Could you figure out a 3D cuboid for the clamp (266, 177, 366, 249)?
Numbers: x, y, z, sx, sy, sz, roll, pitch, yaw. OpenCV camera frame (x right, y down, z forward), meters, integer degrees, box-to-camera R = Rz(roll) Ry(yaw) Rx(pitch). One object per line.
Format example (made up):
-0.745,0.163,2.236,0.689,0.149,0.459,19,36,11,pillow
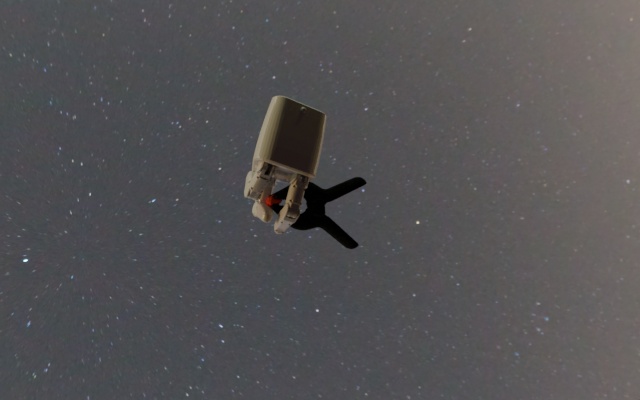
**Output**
0.000,0.003,0.777,0.171,0.120,0.039,18,-12,-24,clamp
